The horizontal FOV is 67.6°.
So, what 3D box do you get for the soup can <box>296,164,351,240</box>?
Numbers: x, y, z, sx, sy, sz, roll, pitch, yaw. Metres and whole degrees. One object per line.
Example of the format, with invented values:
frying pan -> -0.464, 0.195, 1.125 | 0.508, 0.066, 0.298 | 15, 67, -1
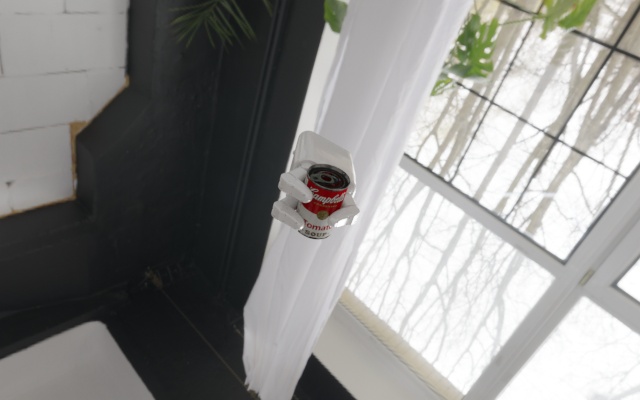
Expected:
soup can -> 0.000, 0.003, 0.752 | 0.068, 0.102, 0.068 | 12, 35, -9
